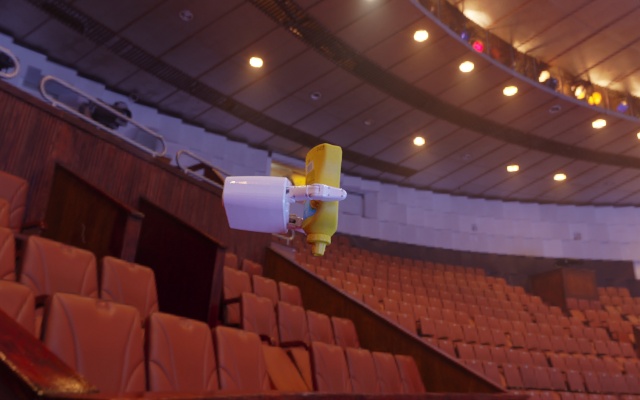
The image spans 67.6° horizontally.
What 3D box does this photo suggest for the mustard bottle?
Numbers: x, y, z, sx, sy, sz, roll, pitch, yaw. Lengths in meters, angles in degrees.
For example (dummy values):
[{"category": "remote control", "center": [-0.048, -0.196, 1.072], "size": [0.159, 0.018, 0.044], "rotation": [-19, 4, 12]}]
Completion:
[{"category": "mustard bottle", "center": [0.000, 0.003, 0.847], "size": [0.058, 0.191, 0.096], "rotation": [11, -21, -21]}]
